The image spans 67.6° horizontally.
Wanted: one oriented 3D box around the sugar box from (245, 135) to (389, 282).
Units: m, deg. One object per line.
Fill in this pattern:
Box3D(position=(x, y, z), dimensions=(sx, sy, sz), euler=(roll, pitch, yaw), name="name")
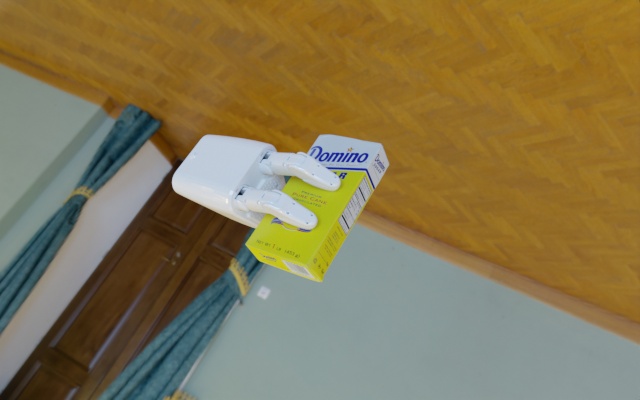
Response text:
Box3D(position=(0.000, 0.002, 0.558), dimensions=(0.093, 0.176, 0.048), euler=(14, -27, 33), name="sugar box")
